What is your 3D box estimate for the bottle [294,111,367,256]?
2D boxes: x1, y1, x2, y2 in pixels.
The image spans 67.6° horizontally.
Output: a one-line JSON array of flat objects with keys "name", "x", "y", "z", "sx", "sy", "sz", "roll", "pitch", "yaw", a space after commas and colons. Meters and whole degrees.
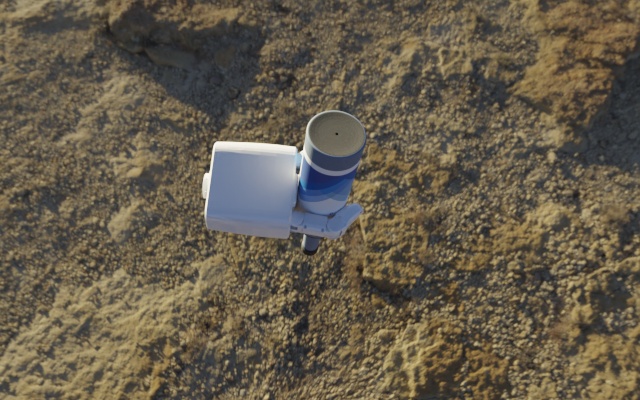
[{"name": "bottle", "x": 0.000, "y": 0.002, "z": 0.644, "sx": 0.069, "sy": 0.069, "sz": 0.296, "roll": 0, "pitch": -31, "yaw": -8}]
